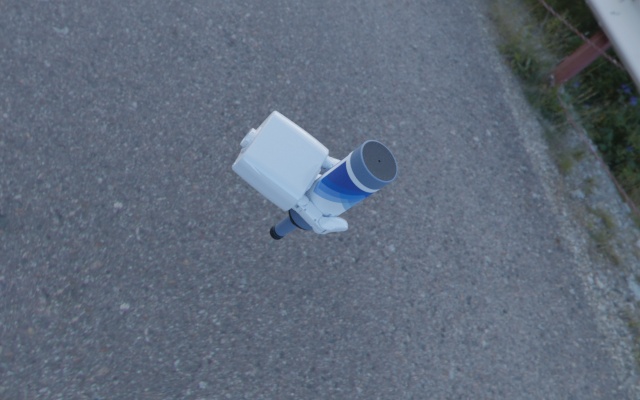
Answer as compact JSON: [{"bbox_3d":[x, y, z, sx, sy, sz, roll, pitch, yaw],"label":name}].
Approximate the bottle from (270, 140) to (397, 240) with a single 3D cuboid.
[{"bbox_3d":[0.000,0.002,0.769,0.069,0.069,0.296,0,-23,-37],"label":"bottle"}]
